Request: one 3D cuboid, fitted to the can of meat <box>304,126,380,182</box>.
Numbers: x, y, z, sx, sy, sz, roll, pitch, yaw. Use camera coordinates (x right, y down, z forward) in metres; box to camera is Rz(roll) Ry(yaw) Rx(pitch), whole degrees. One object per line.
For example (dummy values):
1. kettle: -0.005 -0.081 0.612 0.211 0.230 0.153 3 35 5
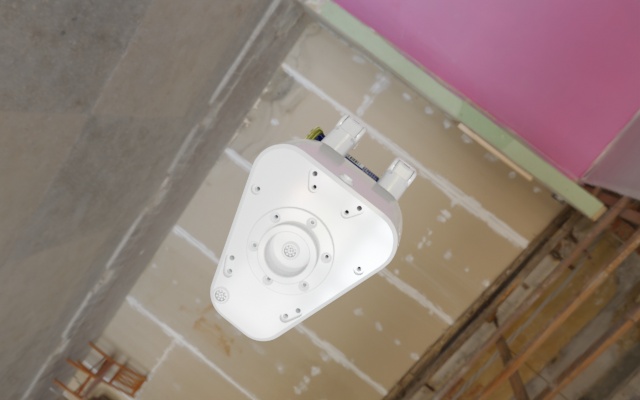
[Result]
1. can of meat: 0.000 0.002 0.418 0.084 0.102 0.057 38 7 3
